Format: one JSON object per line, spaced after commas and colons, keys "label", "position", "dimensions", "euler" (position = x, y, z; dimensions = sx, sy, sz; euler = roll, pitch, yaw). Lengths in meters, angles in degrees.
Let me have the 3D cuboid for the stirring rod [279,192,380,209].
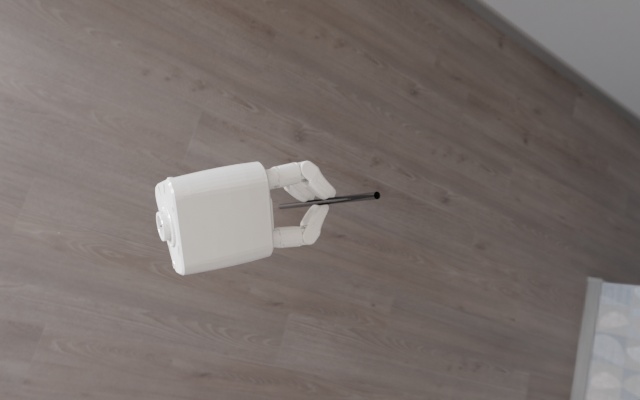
{"label": "stirring rod", "position": [0.000, 0.002, 0.593], "dimensions": [0.011, 0.011, 0.239], "euler": [0, -3, -29]}
